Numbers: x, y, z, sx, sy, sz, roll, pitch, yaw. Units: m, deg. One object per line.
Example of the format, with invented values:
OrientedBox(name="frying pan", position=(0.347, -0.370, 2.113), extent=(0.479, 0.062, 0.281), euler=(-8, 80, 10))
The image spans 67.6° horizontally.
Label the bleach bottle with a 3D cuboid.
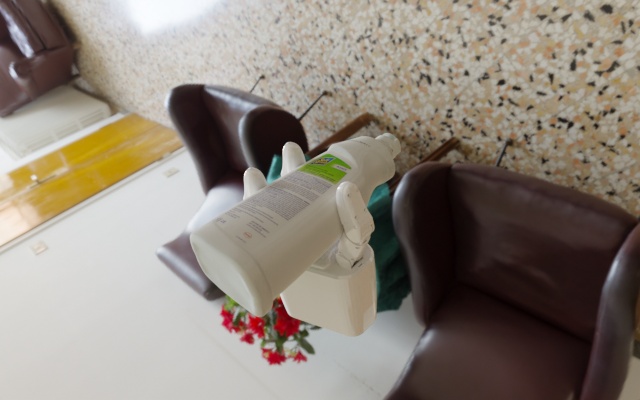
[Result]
OrientedBox(name="bleach bottle", position=(0.000, 0.002, 0.482), extent=(0.102, 0.068, 0.250), euler=(26, 50, 39))
